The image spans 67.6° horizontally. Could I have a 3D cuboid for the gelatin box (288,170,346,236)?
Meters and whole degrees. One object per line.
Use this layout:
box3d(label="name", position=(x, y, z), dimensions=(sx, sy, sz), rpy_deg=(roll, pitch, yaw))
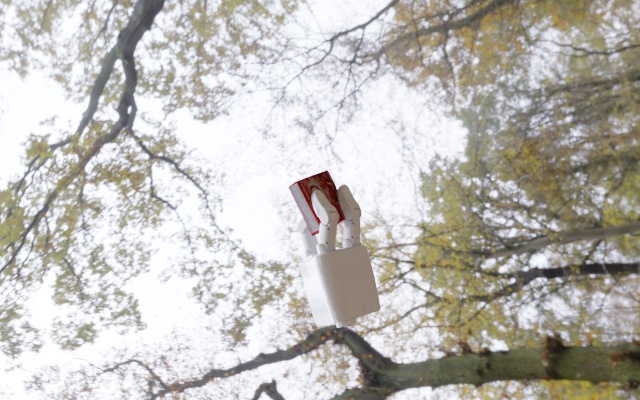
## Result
box3d(label="gelatin box", position=(0.000, 0.002, 0.763), dimensions=(0.073, 0.089, 0.030), rpy_deg=(-23, -6, -42))
